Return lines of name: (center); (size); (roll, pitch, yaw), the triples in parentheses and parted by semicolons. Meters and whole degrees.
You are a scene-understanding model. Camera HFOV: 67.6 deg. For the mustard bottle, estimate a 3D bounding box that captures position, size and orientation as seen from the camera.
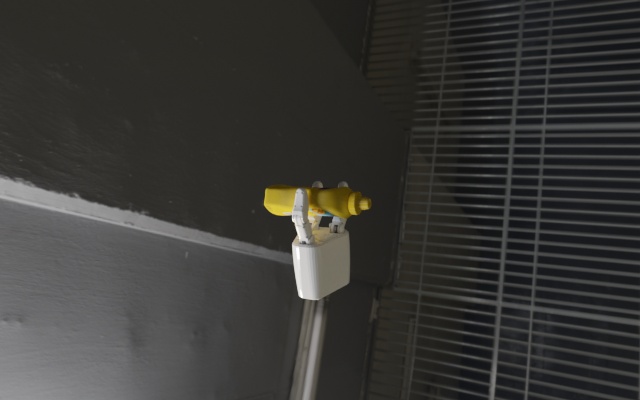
mustard bottle: (0.000, 0.003, 0.875); (0.191, 0.058, 0.096); (3, -8, 26)
